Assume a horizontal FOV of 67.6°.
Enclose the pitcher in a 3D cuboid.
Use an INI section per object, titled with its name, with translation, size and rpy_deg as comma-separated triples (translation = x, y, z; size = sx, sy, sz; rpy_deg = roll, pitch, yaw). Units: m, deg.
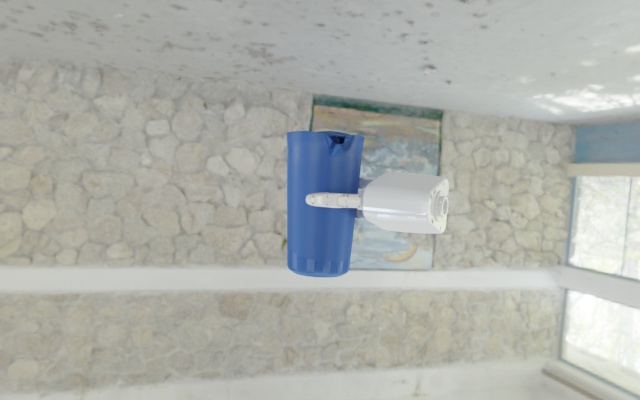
[pitcher]
translation = 0.000, 0.003, 0.830
size = 0.145, 0.243, 0.149
rpy_deg = 5, 2, 28
